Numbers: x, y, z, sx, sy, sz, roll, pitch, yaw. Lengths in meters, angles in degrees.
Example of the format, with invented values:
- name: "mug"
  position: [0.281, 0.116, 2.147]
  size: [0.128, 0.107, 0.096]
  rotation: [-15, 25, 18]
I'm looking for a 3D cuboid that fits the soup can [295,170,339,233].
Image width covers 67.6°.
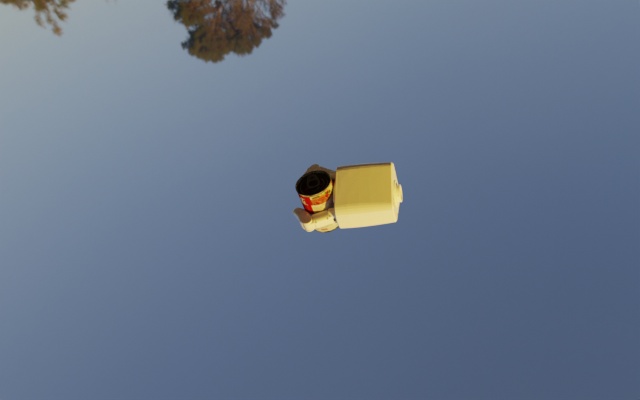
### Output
- name: "soup can"
  position: [0.000, 0.003, 0.900]
  size: [0.068, 0.068, 0.102]
  rotation: [0, -44, 22]
